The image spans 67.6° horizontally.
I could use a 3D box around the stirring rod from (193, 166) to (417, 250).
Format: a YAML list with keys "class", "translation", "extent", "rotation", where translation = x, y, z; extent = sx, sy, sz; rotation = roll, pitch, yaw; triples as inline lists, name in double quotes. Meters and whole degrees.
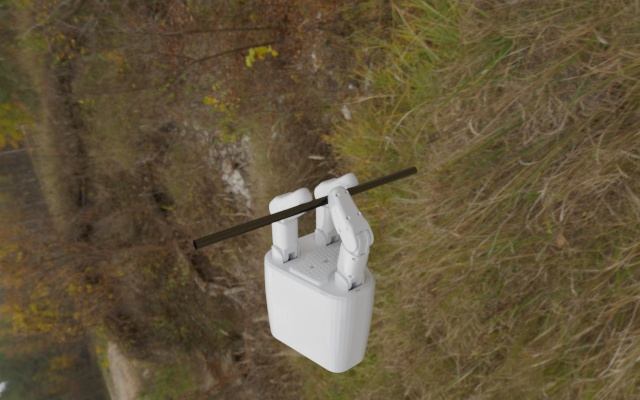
- class: "stirring rod"
  translation: [0.000, 0.001, 0.432]
  extent: [0.239, 0.011, 0.011]
  rotation: [-19, 10, -31]
